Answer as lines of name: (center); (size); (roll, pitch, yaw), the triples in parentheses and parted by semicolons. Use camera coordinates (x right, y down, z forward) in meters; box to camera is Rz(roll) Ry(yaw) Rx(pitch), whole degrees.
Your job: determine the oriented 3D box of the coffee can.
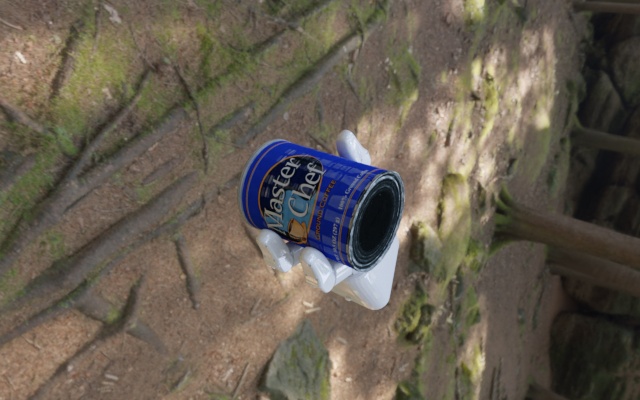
coffee can: (0.000, 0.001, 0.491); (0.140, 0.103, 0.103); (19, 10, 32)
